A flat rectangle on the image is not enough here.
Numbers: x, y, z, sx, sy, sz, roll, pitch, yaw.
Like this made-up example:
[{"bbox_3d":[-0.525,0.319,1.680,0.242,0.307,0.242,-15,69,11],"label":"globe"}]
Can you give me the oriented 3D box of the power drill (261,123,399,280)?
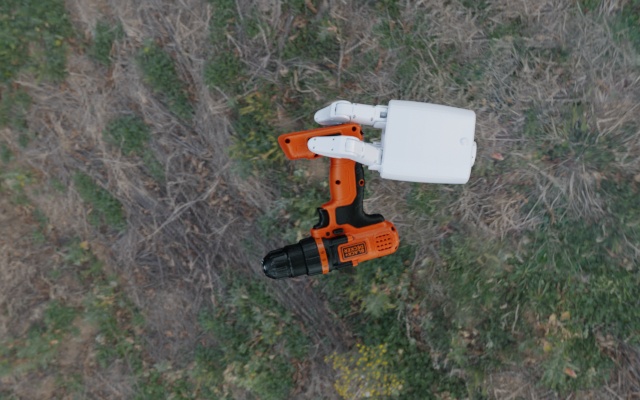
[{"bbox_3d":[0.000,0.002,0.617,0.184,0.188,0.057,-13,12,-11],"label":"power drill"}]
